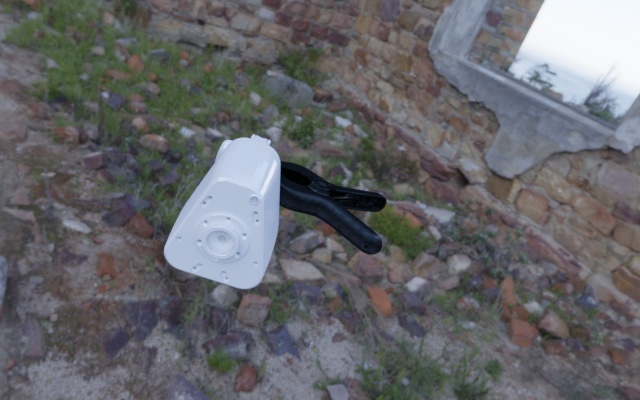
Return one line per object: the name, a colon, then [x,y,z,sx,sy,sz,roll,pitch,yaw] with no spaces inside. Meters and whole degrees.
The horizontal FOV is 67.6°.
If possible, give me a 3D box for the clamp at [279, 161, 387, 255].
clamp: [0.000,0.001,0.537,0.171,0.039,0.120,18,22,-8]
